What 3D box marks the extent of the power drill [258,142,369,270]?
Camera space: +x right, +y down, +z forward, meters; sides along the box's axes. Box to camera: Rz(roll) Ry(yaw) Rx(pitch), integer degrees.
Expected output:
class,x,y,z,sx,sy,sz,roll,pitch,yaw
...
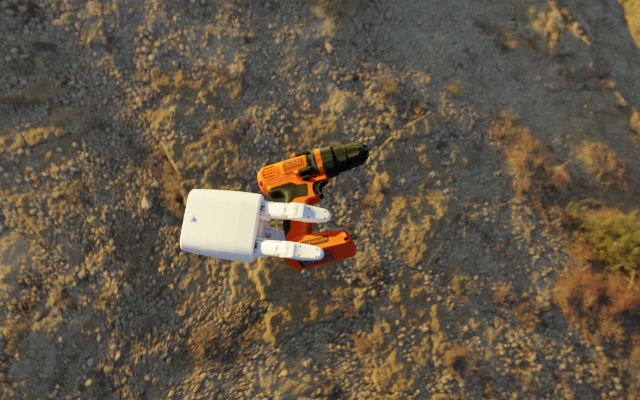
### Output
class,x,y,z,sx,sy,sz,roll,pitch,yaw
power drill,0.000,0.003,0.731,0.184,0.187,0.057,-17,-34,9
